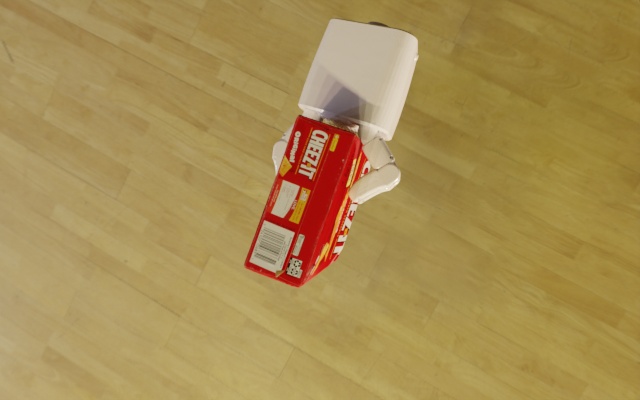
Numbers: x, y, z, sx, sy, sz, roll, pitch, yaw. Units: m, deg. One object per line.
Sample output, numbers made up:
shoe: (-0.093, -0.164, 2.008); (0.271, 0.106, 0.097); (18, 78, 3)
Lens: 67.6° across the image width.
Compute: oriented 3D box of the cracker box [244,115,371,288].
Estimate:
cracker box: (0.000, 0.002, 0.566); (0.072, 0.164, 0.213); (21, 4, 11)
